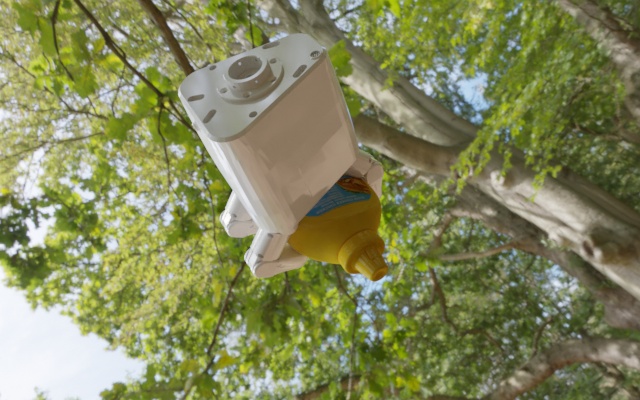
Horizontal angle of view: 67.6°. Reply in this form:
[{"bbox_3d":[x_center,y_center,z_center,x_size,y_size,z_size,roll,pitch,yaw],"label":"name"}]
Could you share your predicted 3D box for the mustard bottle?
[{"bbox_3d":[0.000,0.002,0.443,0.096,0.058,0.191,-16,46,-27],"label":"mustard bottle"}]
